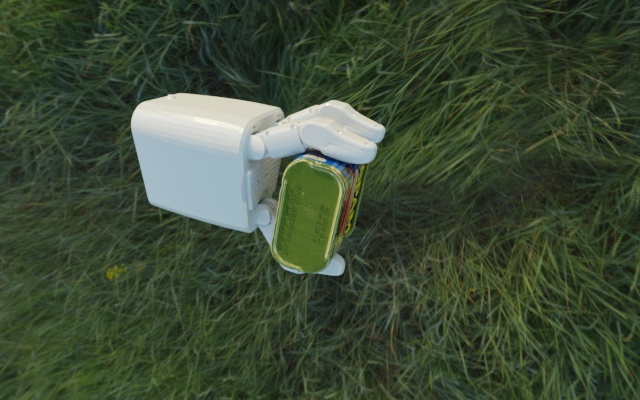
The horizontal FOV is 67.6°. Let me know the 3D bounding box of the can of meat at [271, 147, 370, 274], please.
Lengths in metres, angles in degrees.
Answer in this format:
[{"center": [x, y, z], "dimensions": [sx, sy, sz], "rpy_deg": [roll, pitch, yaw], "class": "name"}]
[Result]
[{"center": [0.000, 0.002, 0.412], "dimensions": [0.057, 0.102, 0.084], "rpy_deg": [16, 24, 11], "class": "can of meat"}]
